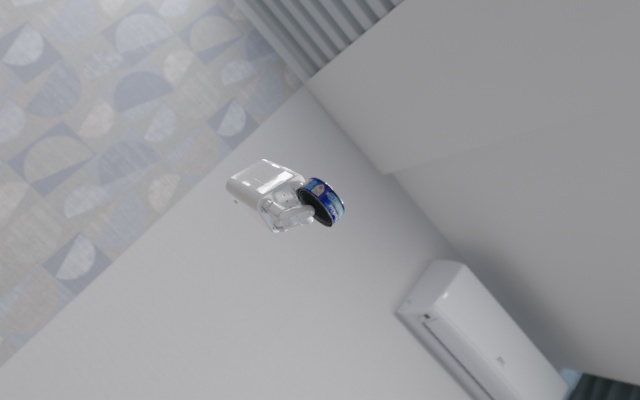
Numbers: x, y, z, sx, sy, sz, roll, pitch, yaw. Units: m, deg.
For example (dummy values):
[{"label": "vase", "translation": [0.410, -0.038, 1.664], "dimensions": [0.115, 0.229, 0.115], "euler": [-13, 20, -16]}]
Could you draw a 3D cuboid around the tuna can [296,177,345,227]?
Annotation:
[{"label": "tuna can", "translation": [0.001, 0.002, 0.808], "dimensions": [0.033, 0.086, 0.086], "euler": [-43, 17, -19]}]
